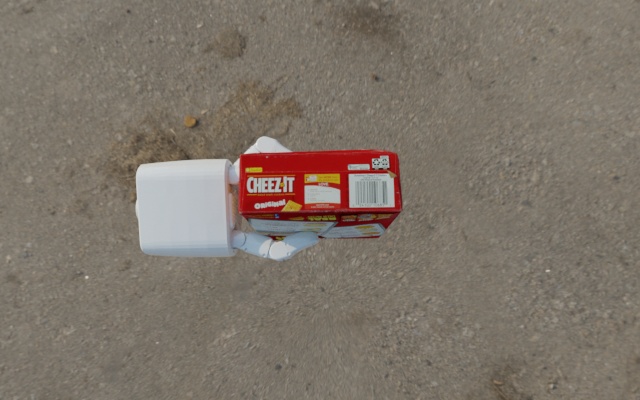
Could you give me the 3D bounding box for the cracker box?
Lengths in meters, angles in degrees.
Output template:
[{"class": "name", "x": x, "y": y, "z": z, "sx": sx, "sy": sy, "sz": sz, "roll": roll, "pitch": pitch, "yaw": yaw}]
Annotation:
[{"class": "cracker box", "x": 0.000, "y": 0.002, "z": 0.576, "sx": 0.164, "sy": 0.072, "sz": 0.214, "roll": -1, "pitch": -11, "yaw": 0}]
